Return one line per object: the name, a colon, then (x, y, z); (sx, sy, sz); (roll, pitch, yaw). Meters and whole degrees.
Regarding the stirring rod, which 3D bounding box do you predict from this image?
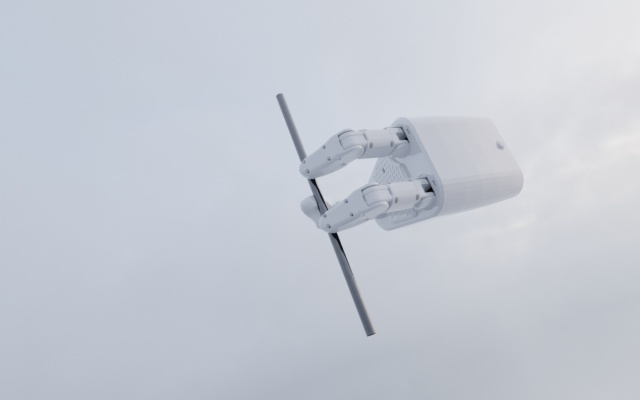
stirring rod: (0.000, 0.001, 0.419); (0.011, 0.239, 0.011); (-18, -23, -8)
